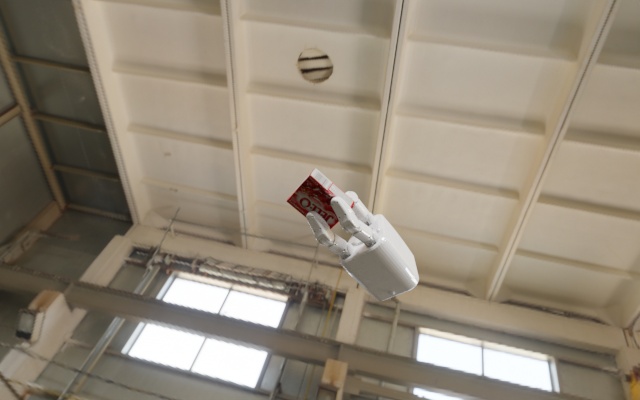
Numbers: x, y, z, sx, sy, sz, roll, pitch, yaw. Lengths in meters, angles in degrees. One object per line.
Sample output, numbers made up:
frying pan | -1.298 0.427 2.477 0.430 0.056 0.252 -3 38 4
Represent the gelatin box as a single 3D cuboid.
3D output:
gelatin box | 0.000 0.002 0.787 0.073 0.089 0.030 -46 6 36
